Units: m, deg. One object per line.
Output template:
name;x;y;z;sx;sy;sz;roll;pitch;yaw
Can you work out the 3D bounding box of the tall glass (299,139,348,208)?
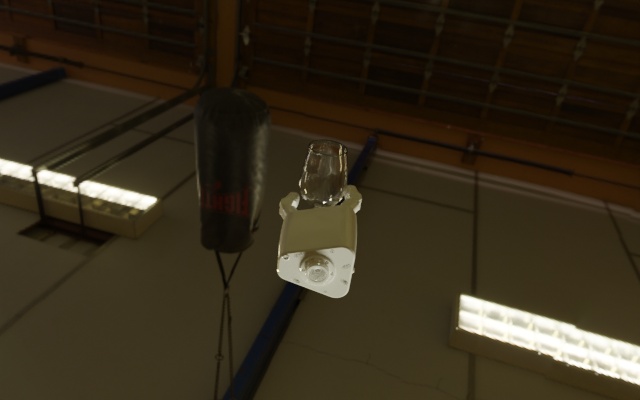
tall glass;0.000;0.003;0.796;0.079;0.201;0.079;6;29;-3
